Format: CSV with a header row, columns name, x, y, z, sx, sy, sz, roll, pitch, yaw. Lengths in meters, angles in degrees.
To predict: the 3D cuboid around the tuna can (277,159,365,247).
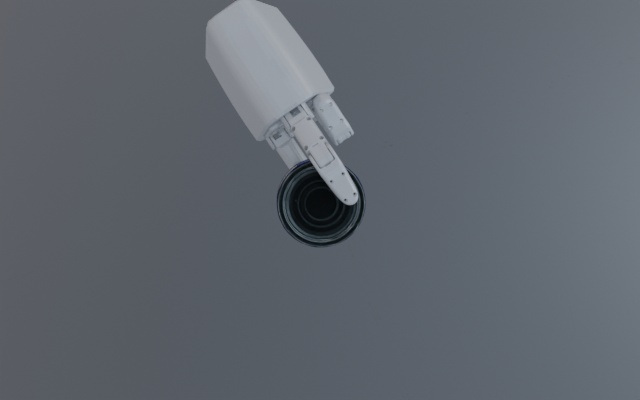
name,x,y,z,sx,sy,sz,roll,pitch,yaw
tuna can,0.000,0.002,0.463,0.086,0.086,0.033,0,7,-4
